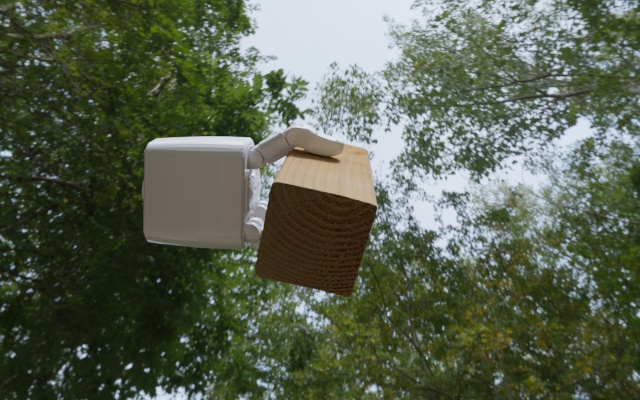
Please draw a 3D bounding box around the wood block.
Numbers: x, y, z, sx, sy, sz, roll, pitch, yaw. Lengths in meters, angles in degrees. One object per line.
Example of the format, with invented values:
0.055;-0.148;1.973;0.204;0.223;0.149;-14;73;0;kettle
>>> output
0.000;0.001;0.496;0.090;0.091;0.206;13;19;-1;wood block
